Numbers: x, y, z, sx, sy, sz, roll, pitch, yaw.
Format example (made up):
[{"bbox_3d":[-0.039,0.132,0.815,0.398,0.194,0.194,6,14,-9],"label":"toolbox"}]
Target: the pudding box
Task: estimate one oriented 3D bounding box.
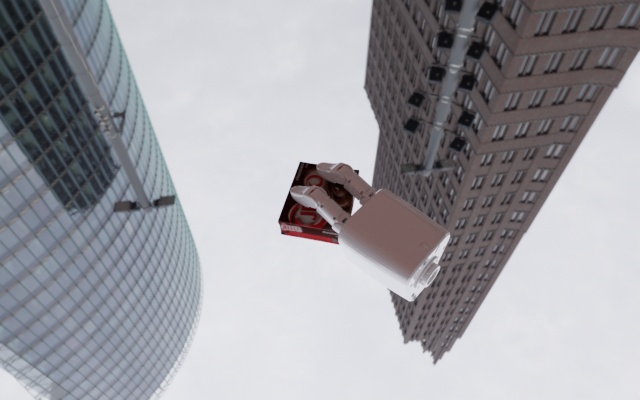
[{"bbox_3d":[0.000,0.002,0.664,0.090,0.113,0.039,9,-39,10],"label":"pudding box"}]
